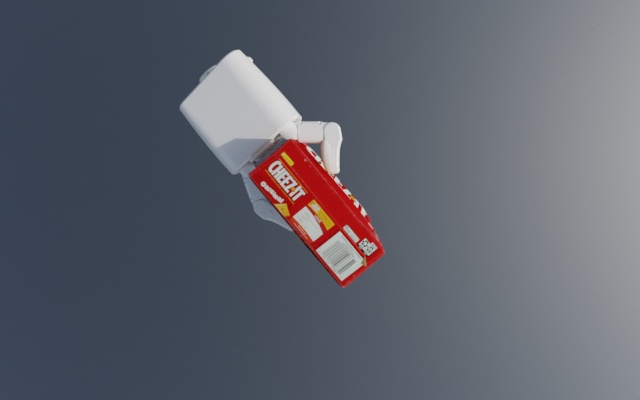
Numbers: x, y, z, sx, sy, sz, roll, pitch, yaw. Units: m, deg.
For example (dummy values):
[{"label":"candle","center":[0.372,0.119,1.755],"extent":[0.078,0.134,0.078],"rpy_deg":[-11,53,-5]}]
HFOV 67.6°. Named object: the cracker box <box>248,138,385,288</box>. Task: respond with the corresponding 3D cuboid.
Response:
[{"label":"cracker box","center":[0.000,0.002,0.613],"extent":[0.072,0.164,0.213],"rpy_deg":[-40,4,6]}]
